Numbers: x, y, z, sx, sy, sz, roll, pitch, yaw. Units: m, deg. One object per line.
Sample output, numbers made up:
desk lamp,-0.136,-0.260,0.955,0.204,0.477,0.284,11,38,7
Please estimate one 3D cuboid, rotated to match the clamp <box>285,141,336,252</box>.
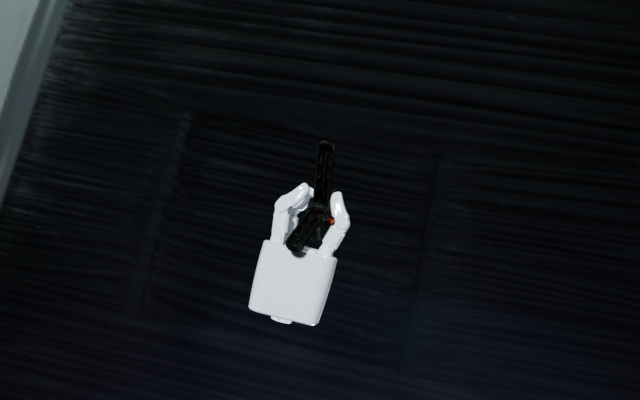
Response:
clamp,0.001,0.003,0.753,0.036,0.164,0.210,17,-3,11
